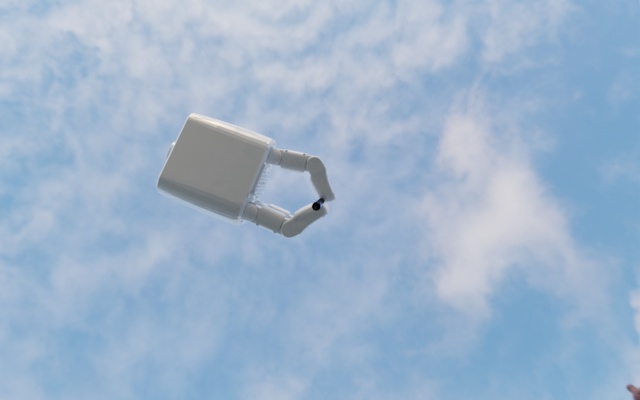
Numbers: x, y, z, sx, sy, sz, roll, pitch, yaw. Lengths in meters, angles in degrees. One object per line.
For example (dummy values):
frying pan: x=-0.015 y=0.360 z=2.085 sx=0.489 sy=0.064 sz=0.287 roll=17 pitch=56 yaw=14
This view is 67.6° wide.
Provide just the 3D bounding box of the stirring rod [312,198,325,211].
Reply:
stirring rod: x=0.000 y=0.002 z=0.547 sx=0.011 sy=0.011 sz=0.239 roll=0 pitch=2 yaw=2
